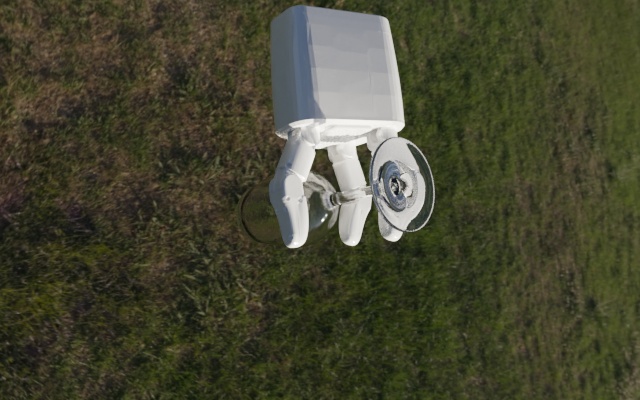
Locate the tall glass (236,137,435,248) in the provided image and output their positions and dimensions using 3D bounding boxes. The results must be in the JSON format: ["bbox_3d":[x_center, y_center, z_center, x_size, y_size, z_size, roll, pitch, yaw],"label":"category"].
[{"bbox_3d":[0.000,0.001,0.437,0.079,0.079,0.201,0,-8,-41],"label":"tall glass"}]
